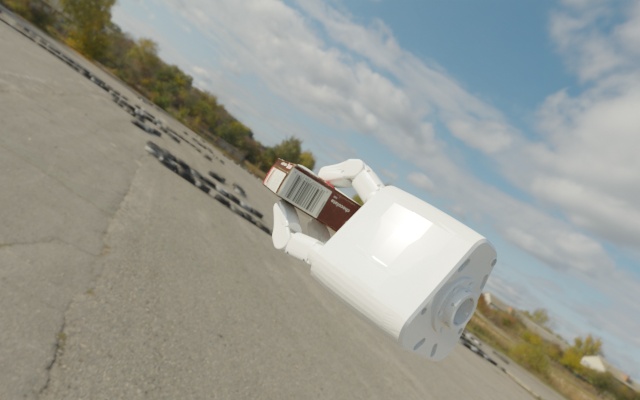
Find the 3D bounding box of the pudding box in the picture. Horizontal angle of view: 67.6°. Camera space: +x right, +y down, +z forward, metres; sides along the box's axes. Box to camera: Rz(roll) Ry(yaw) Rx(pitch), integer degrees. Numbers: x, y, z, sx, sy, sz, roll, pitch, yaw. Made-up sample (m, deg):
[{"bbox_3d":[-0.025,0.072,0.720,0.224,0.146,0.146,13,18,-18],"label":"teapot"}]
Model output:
[{"bbox_3d":[0.000,0.002,0.502,0.113,0.039,0.090,34,-2,-17],"label":"pudding box"}]
